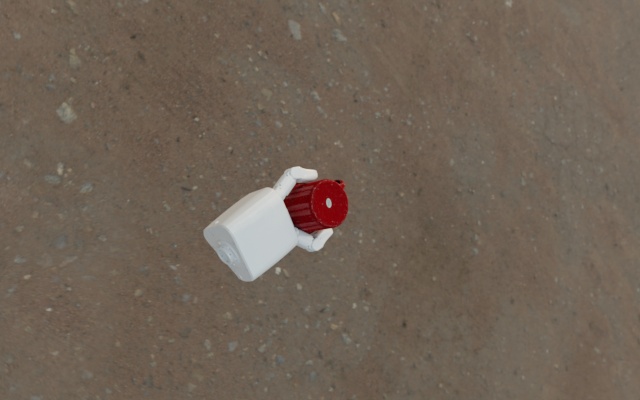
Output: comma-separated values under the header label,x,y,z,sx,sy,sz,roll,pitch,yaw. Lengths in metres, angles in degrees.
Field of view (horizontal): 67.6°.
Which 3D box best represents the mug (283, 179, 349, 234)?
label,x,y,z,sx,sy,sz,roll,pitch,yaw
mug,0.001,0.002,0.811,0.117,0.093,0.081,-42,18,-34
